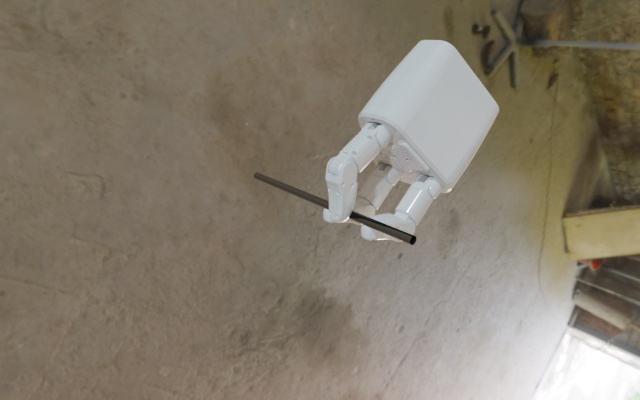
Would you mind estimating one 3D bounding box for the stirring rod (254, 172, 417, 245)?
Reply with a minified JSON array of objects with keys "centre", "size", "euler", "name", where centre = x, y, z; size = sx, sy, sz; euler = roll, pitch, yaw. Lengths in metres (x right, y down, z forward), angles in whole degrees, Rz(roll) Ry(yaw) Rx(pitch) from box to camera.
[{"centre":[0.000,0.001,0.478],"size":[0.011,0.011,0.239],"euler":[0,15,-41],"name":"stirring rod"}]
